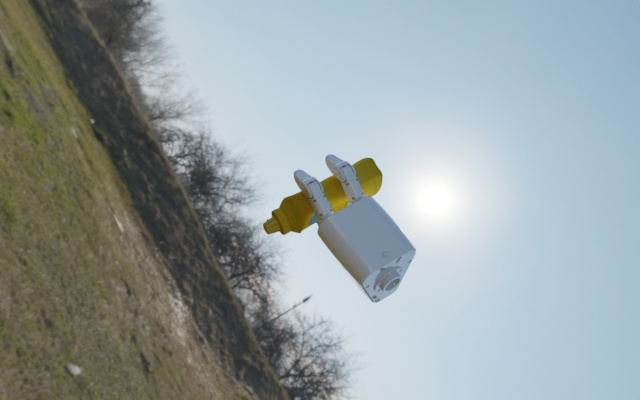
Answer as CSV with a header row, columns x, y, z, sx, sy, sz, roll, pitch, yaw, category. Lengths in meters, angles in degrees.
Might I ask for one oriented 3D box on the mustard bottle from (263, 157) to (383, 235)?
x,y,z,sx,sy,sz,roll,pitch,yaw,category
0.000,0.002,0.734,0.191,0.058,0.096,-27,-11,-18,mustard bottle
